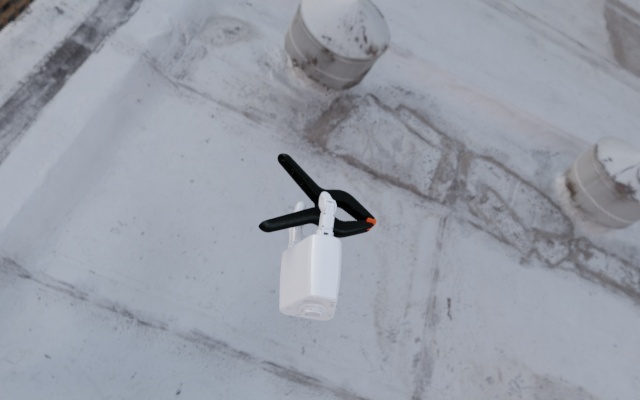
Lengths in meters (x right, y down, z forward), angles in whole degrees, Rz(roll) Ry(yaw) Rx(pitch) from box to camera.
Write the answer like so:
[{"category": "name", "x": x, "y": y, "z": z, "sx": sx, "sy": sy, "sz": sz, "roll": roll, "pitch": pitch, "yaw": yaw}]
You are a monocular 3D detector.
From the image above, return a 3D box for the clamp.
[{"category": "clamp", "x": 0.001, "y": 0.003, "z": 0.853, "sx": 0.210, "sy": 0.164, "sz": 0.036, "roll": 14, "pitch": -33, "yaw": -16}]
